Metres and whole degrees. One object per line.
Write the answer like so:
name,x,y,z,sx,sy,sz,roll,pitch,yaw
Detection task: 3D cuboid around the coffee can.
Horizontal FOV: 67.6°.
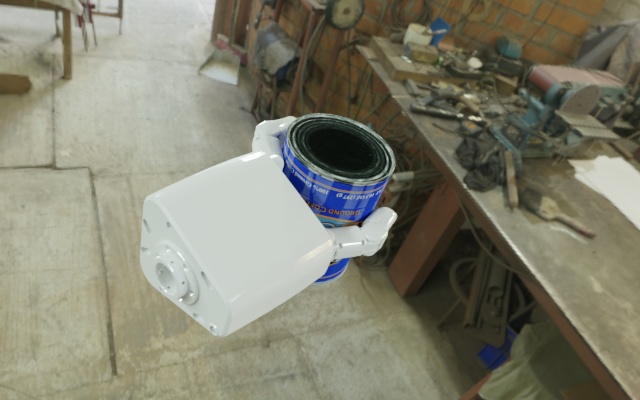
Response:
coffee can,0.000,0.002,0.470,0.103,0.140,0.102,12,40,-10
